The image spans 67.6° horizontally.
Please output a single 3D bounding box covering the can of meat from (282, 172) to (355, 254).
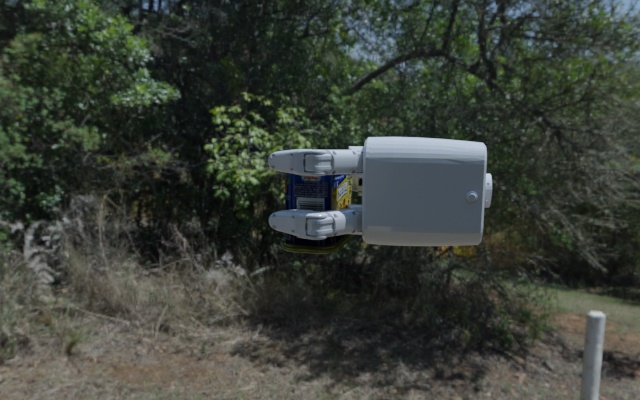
[{"bbox_3d":[0.000,0.001,0.487,0.057,0.084,0.102,3,9,17],"label":"can of meat"}]
